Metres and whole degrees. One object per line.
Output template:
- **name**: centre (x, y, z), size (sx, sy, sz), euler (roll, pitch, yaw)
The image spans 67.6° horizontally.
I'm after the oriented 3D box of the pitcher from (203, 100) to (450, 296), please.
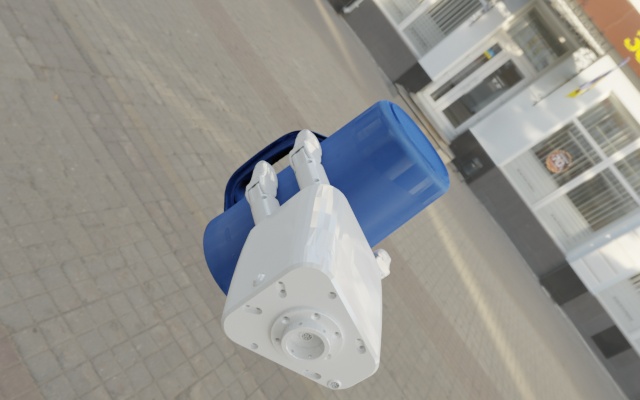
- **pitcher**: centre (0.000, 0.002, 0.498), size (0.243, 0.149, 0.145), euler (-37, 18, 22)
